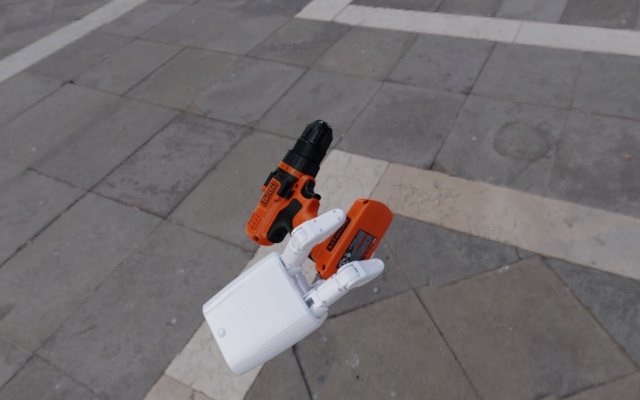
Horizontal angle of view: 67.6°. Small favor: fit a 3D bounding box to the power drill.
[{"bbox_3d":[0.000,0.002,0.587,0.057,0.184,0.187,25,6,-42],"label":"power drill"}]
